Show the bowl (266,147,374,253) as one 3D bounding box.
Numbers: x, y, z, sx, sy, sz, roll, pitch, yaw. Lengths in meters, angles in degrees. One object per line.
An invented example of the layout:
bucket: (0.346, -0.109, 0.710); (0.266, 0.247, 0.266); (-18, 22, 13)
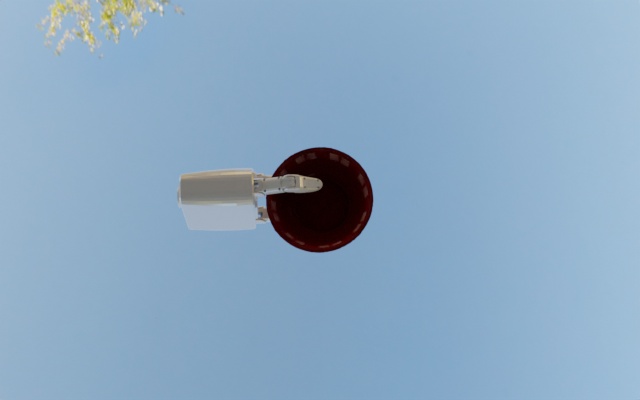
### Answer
bowl: (0.001, 0.003, 0.736); (0.162, 0.162, 0.055); (0, -12, 5)
